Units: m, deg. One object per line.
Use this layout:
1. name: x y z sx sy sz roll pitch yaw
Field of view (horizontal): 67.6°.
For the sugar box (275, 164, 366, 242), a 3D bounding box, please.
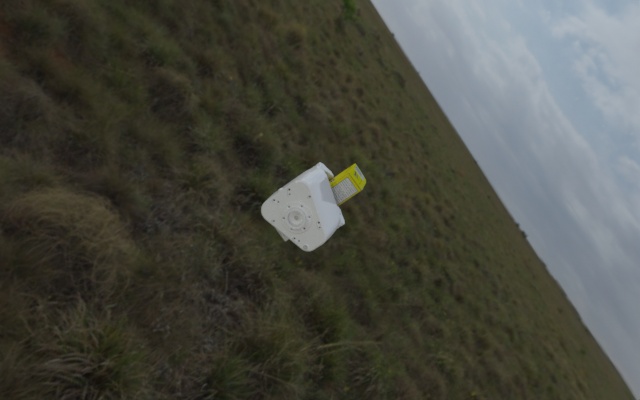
1. sugar box: 0.000 0.002 0.891 0.176 0.048 0.093 -32 6 17
